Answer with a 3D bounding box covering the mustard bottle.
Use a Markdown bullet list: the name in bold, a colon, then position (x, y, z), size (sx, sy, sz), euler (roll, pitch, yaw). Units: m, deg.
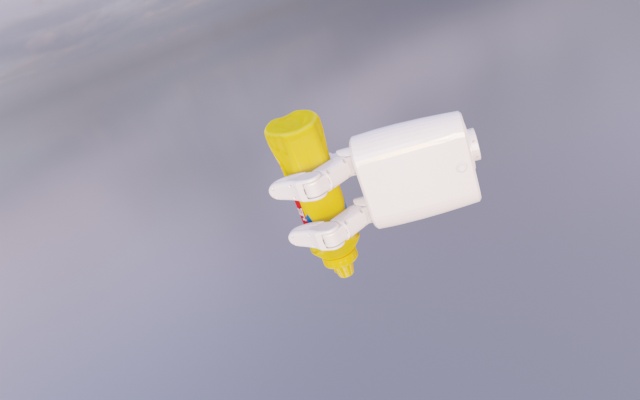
- **mustard bottle**: position (0.000, 0.002, 0.519), size (0.058, 0.192, 0.096), euler (-24, 22, -7)
